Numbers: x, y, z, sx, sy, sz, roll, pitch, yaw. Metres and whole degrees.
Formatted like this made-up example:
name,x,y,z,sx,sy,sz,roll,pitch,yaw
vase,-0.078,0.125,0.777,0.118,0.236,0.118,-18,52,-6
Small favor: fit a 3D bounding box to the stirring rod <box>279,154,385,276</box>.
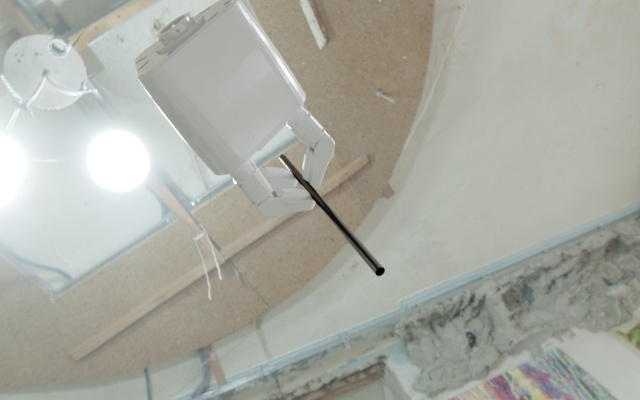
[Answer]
name,x,y,z,sx,sy,sz,roll,pitch,yaw
stirring rod,0.000,0.001,0.451,0.011,0.011,0.239,0,25,-24
